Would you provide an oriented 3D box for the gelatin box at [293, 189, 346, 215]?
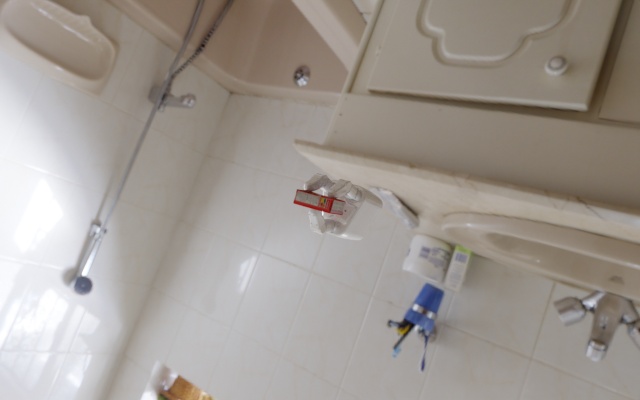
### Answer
[{"bbox_3d":[0.000,0.003,0.887,0.073,0.030,0.089,16,2,18],"label":"gelatin box"}]
